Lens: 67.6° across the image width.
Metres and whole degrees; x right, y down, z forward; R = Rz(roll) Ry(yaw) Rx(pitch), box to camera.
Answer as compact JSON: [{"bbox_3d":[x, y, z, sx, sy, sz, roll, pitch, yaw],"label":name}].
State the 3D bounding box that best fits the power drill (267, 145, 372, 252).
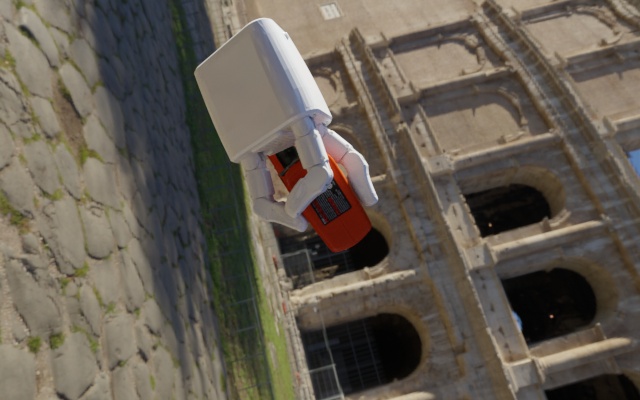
[{"bbox_3d":[0.000,0.002,0.575,0.057,0.184,0.187,-36,13,-5],"label":"power drill"}]
